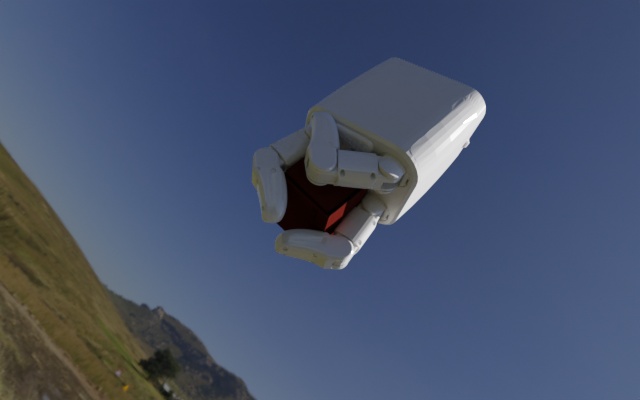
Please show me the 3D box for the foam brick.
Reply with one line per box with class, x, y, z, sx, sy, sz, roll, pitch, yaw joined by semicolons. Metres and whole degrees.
foam brick;0.000;0.001;0.400;0.051;0.053;0.078;-40;-17;-28
